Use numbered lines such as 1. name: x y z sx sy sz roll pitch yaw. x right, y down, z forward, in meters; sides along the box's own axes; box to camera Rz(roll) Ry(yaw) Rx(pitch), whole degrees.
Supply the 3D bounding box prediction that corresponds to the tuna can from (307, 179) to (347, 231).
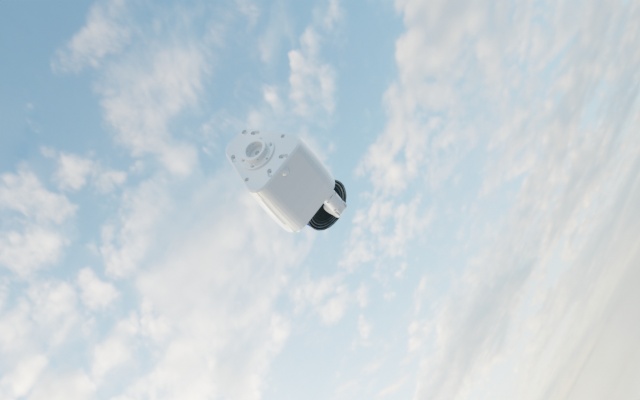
1. tuna can: 0.000 0.002 0.760 0.033 0.086 0.086 27 18 40
